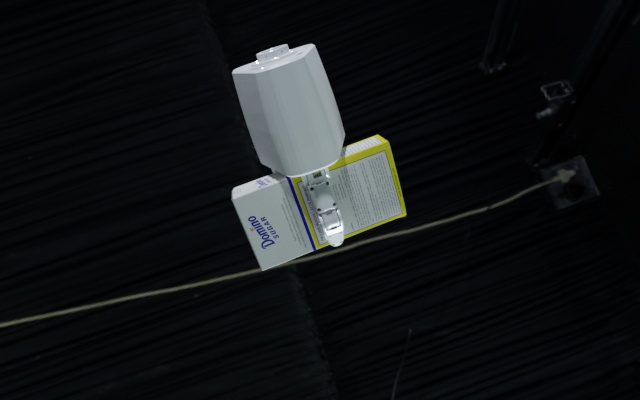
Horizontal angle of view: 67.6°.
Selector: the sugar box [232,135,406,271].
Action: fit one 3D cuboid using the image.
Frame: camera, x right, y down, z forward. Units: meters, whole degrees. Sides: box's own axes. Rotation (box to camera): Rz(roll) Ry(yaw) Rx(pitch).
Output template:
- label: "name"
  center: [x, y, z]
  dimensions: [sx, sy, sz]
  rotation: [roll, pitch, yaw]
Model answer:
- label: "sugar box"
  center: [0.000, 0.001, 0.530]
  dimensions: [0.176, 0.093, 0.048]
  rotation: [-19, 22, -2]
